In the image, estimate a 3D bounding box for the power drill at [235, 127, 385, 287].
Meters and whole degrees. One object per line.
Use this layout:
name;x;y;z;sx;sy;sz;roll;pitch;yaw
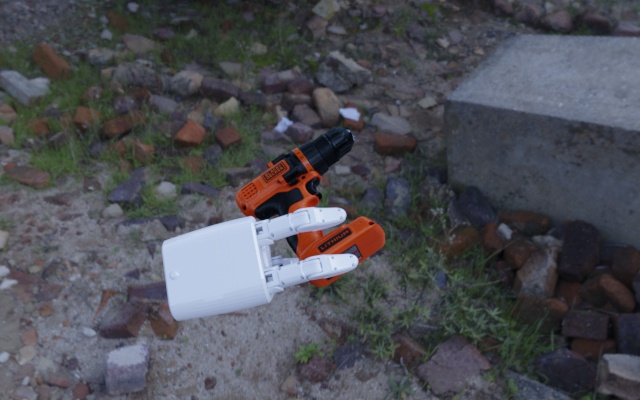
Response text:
power drill;0.000;0.002;0.608;0.184;0.187;0.057;-36;-40;-2
